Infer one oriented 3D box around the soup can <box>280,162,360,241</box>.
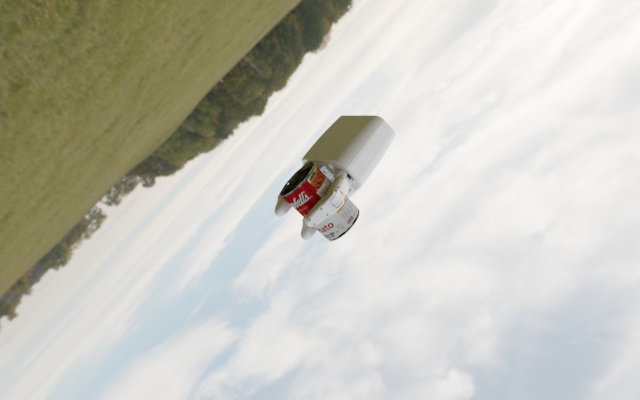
[{"bbox_3d":[0.000,0.003,0.702,0.102,0.068,0.068,44,-17,-18],"label":"soup can"}]
